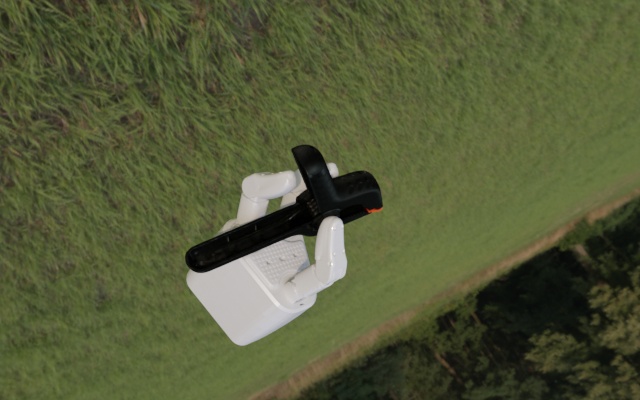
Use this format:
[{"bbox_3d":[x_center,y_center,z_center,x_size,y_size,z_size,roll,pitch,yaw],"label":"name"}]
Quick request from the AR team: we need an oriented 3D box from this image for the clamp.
[{"bbox_3d":[0.001,0.002,0.434,0.210,0.036,0.165,-10,-24,-46],"label":"clamp"}]
